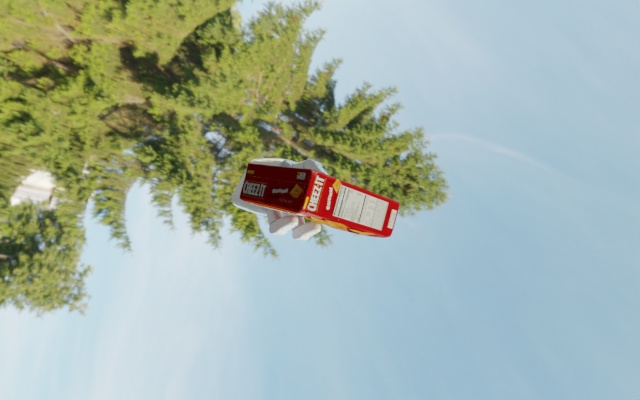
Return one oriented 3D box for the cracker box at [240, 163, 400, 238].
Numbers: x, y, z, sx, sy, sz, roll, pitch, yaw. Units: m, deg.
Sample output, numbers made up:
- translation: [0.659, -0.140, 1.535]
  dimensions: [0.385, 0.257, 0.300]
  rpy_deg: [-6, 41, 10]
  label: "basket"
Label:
- translation: [0.000, 0.002, 0.797]
  dimensions: [0.214, 0.072, 0.164]
  rpy_deg: [18, -6, -42]
  label: "cracker box"
